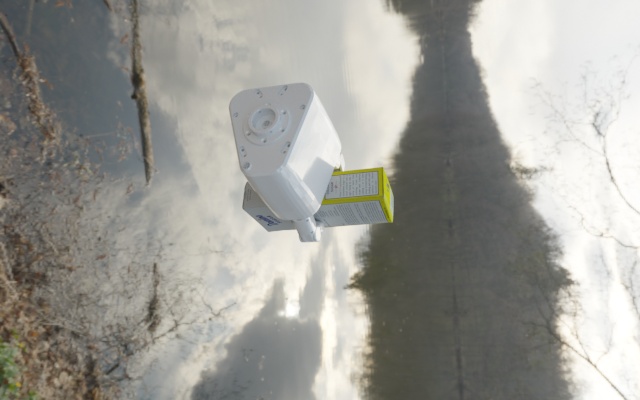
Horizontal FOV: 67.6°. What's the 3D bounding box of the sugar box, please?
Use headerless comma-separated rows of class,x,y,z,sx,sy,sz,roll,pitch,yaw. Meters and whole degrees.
sugar box,0.000,0.001,0.608,0.176,0.048,0.093,-3,-23,15
